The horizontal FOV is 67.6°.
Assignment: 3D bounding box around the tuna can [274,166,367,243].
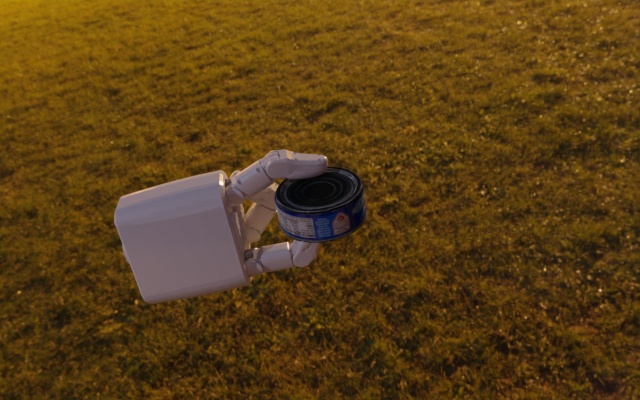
[{"bbox_3d":[0.000,0.001,0.454,0.086,0.034,0.086,-6,32,4],"label":"tuna can"}]
